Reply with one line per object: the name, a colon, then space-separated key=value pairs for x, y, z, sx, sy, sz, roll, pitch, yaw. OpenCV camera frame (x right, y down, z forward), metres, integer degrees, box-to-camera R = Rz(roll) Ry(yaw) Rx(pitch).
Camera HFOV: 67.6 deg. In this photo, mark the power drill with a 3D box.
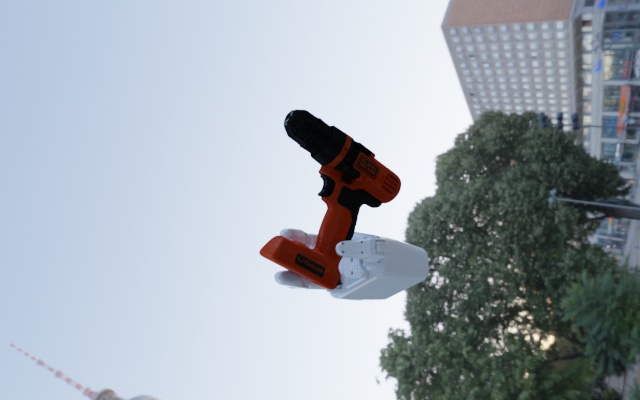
power drill: x=0.000 y=0.002 z=0.600 sx=0.184 sy=0.187 sz=0.057 roll=32 pitch=-12 yaw=-22
